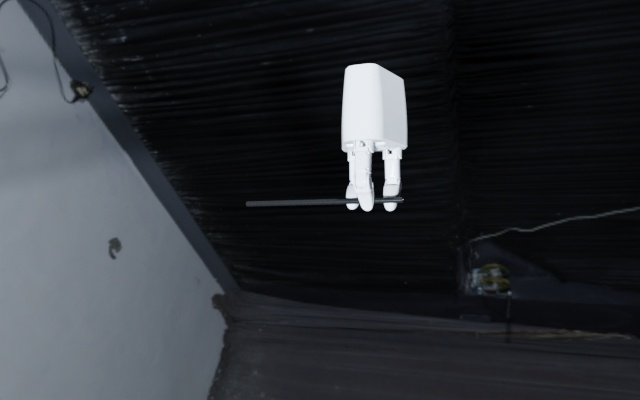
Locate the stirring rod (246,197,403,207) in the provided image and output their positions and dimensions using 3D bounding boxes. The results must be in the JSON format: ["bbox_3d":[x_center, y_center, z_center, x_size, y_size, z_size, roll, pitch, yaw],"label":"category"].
[{"bbox_3d":[0.000,0.002,0.702,0.239,0.011,0.011,-2,-1,19],"label":"stirring rod"}]
